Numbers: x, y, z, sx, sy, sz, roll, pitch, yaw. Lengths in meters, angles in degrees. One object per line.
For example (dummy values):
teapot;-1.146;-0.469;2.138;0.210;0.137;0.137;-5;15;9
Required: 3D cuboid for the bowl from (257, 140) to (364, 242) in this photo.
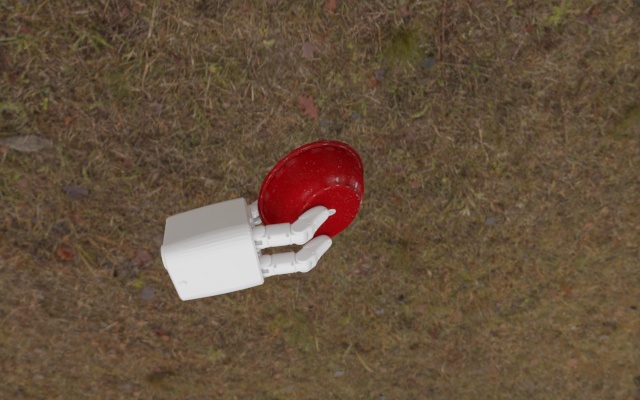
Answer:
bowl;0.001;0.002;0.639;0.162;0.162;0.055;0;36;-33
